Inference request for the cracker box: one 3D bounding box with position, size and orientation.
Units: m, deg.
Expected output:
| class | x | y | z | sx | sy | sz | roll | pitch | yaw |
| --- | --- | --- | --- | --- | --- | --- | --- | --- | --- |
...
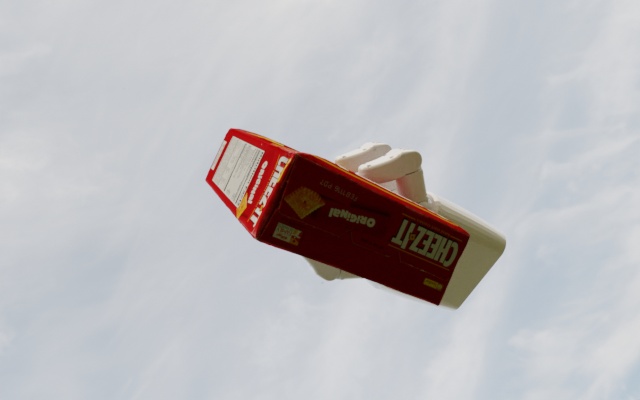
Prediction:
| class | x | y | z | sx | sy | sz | roll | pitch | yaw |
| --- | --- | --- | --- | --- | --- | --- | --- | --- | --- |
| cracker box | 0.000 | 0.002 | 0.430 | 0.164 | 0.072 | 0.213 | 23 | 3 | -25 |
